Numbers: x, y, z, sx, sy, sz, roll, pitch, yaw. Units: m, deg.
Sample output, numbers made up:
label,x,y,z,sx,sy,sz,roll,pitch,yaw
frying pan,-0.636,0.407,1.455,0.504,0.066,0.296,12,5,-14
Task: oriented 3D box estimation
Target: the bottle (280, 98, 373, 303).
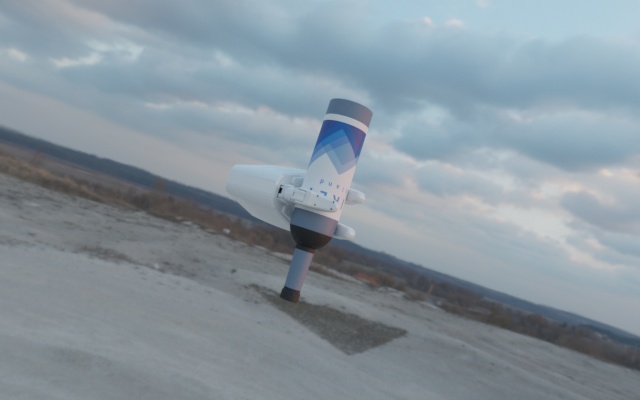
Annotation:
label,x,y,z,sx,sy,sz,roll,pitch,yaw
bottle,0.000,0.002,0.692,0.069,0.295,0.069,18,-4,1
